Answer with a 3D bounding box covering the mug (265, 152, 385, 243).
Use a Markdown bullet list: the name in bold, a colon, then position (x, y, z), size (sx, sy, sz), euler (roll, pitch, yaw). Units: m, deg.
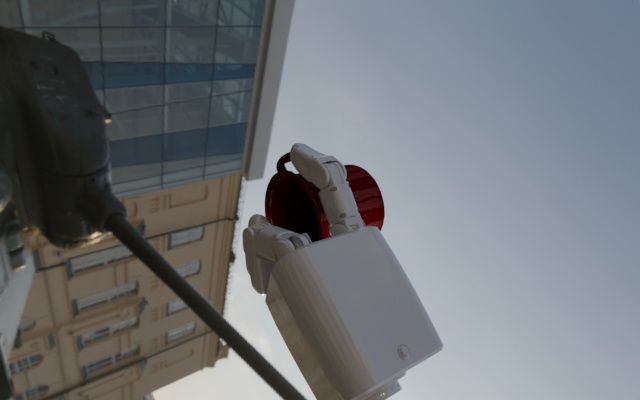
- **mug**: position (0.000, 0.000, 0.455), size (0.081, 0.117, 0.093), euler (-14, -26, -35)
